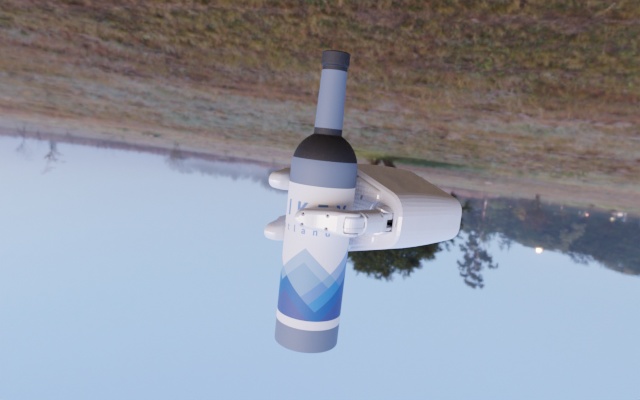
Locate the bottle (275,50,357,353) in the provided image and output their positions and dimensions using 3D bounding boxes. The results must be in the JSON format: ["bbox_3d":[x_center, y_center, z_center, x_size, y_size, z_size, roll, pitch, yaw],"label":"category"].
[{"bbox_3d":[0.000,0.002,0.483,0.069,0.296,0.069,6,8,-1],"label":"bottle"}]
